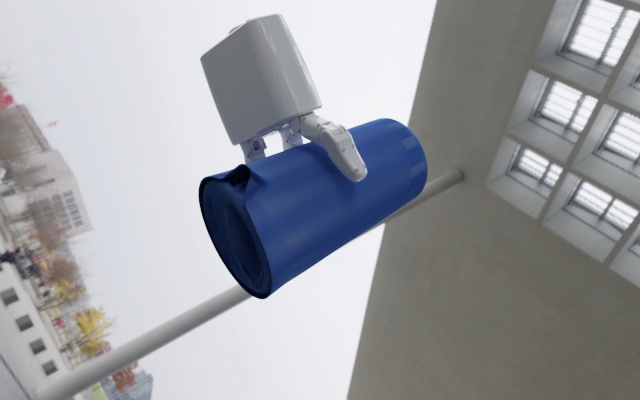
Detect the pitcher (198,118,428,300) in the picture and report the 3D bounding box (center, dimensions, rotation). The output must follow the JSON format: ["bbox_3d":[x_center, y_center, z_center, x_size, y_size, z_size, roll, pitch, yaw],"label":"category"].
[{"bbox_3d":[0.000,0.002,0.532,0.243,0.145,0.149,-26,6,-30],"label":"pitcher"}]
